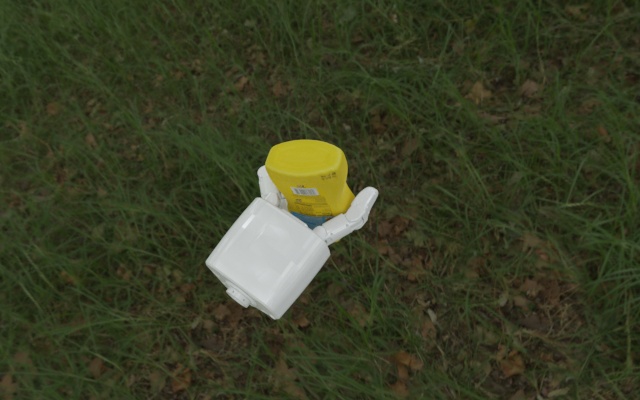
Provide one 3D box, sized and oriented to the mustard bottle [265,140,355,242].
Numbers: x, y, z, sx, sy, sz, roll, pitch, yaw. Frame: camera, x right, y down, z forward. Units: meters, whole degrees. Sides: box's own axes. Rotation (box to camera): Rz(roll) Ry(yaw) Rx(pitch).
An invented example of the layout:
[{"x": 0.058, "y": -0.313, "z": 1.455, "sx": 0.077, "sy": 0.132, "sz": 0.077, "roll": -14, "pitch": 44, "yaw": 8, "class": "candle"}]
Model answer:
[{"x": 0.000, "y": 0.002, "z": 0.635, "sx": 0.096, "sy": 0.058, "sz": 0.192, "roll": 2, "pitch": -34, "yaw": 18, "class": "mustard bottle"}]
